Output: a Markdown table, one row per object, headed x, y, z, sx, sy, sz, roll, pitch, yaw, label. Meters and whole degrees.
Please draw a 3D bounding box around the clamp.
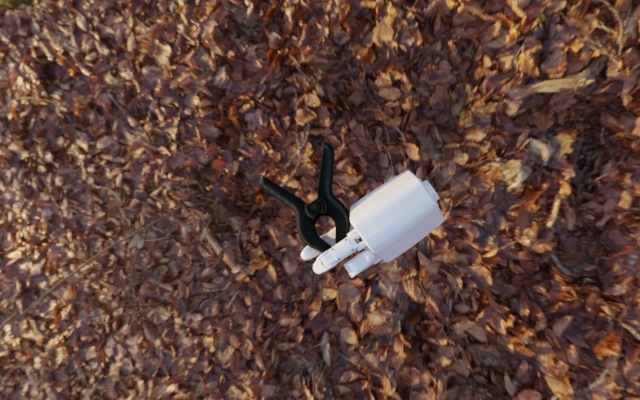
| x | y | z | sx | sy | sz | roll | pitch | yaw | label |
| --- | --- | --- | --- | --- | --- | --- | --- | --- | --- |
| 0.000 | 0.002 | 0.695 | 0.120 | 0.171 | 0.039 | -36 | -9 | 8 | clamp |
